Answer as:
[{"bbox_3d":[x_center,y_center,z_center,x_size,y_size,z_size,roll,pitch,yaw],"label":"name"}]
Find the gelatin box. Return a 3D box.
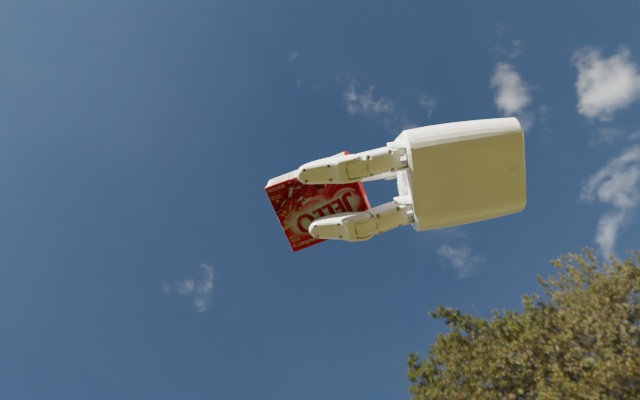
[{"bbox_3d":[0.000,0.002,0.473,0.089,0.073,0.030,-20,17,11],"label":"gelatin box"}]
